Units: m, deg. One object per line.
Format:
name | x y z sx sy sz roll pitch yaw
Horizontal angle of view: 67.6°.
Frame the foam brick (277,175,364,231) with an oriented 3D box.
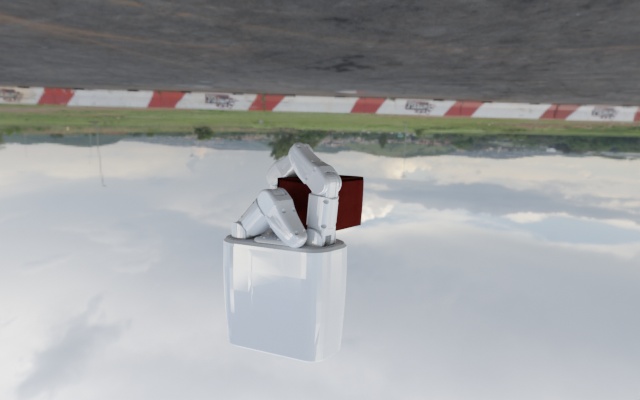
foam brick | 0.000 0.001 0.482 0.053 0.051 0.078 7 10 40
